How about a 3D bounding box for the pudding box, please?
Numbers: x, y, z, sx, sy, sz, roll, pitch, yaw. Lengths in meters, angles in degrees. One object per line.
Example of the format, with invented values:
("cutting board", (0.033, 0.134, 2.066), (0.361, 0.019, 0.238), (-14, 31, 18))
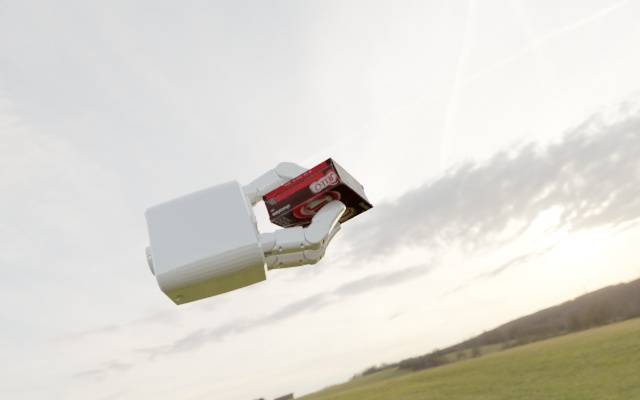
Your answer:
("pudding box", (0.000, 0.002, 0.546), (0.090, 0.039, 0.113), (-28, -21, 15))
